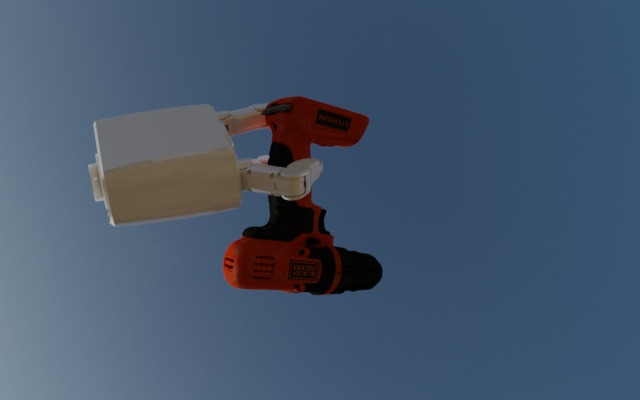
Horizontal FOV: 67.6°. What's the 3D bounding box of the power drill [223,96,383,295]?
[{"bbox_3d":[0.000,0.001,0.481,0.184,0.187,0.057,9,-5,-38],"label":"power drill"}]
